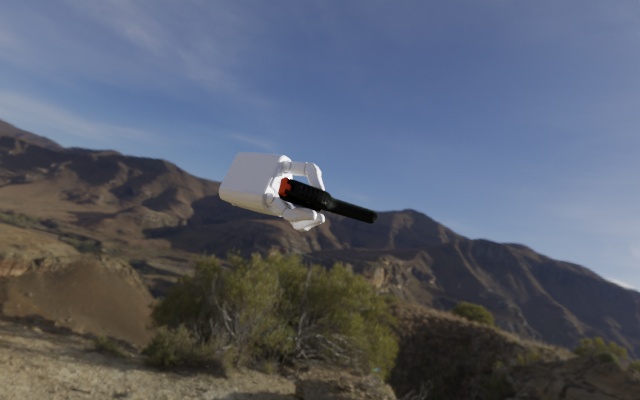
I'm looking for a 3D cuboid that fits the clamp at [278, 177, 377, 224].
[{"bbox_3d":[0.000,0.002,0.849,0.164,0.036,0.210,7,-11,26],"label":"clamp"}]
